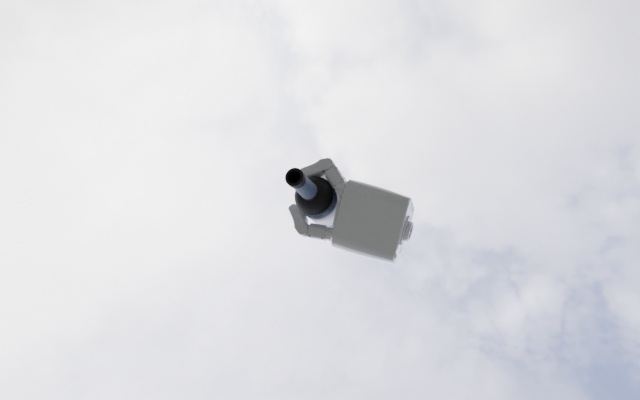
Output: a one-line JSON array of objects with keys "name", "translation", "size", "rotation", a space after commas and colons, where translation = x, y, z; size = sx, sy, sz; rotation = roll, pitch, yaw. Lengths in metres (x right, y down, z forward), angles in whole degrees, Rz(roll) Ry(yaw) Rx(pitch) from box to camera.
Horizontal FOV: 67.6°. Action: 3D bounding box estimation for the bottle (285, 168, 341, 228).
[{"name": "bottle", "translation": [0.000, 0.003, 0.807], "size": [0.069, 0.069, 0.296], "rotation": [0, -14, 15]}]
